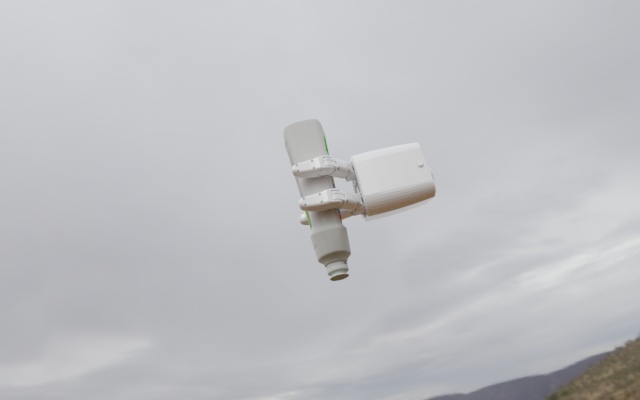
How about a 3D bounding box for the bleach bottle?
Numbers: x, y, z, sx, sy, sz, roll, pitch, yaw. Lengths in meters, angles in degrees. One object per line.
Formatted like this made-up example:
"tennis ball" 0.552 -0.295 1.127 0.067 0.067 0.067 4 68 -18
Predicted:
"bleach bottle" 0.000 0.002 0.732 0.068 0.250 0.103 -14 -25 0
